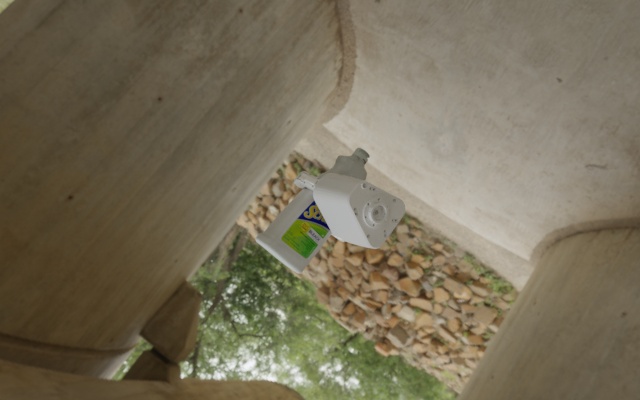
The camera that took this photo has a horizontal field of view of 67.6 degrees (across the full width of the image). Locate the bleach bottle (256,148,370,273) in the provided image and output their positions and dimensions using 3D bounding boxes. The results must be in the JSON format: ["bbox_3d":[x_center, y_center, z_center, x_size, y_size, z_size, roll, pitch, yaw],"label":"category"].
[{"bbox_3d":[0.000,0.003,0.858,0.102,0.251,0.068,43,-13,-25],"label":"bleach bottle"}]
